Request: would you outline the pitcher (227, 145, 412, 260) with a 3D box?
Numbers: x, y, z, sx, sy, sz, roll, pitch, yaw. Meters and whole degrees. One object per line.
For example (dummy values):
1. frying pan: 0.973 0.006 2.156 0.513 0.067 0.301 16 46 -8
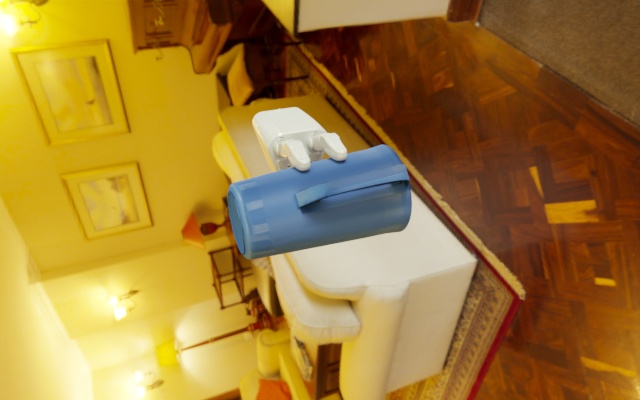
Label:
1. pitcher: 0.000 0.002 0.673 0.243 0.149 0.145 -13 37 -18
